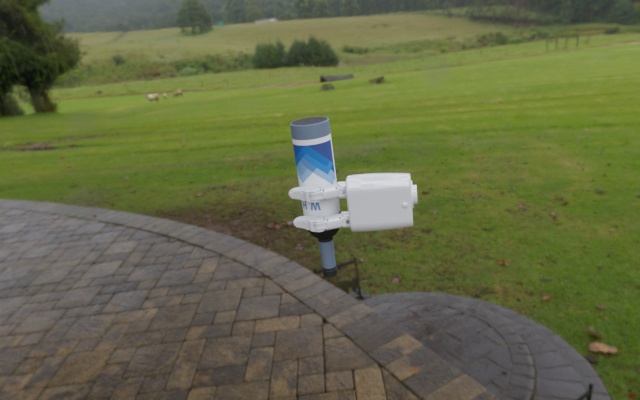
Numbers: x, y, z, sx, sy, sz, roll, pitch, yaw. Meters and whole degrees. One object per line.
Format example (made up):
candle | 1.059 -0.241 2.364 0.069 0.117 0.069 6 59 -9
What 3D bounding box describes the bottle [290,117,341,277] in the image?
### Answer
bottle | 0.000 0.003 0.856 0.069 0.296 0.069 -7 21 3
